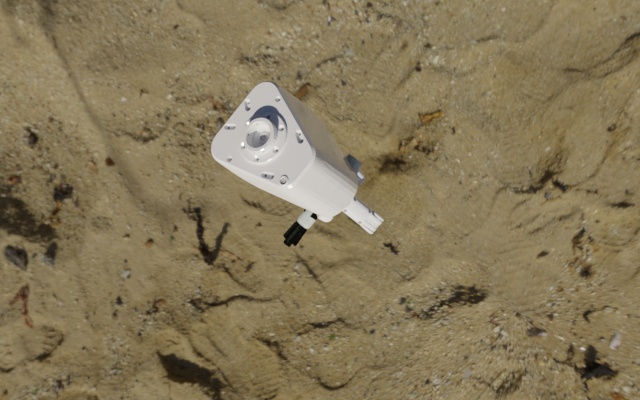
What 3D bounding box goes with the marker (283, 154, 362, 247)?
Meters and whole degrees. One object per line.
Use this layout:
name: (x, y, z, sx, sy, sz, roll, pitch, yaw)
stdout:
marker: (0.000, 0.002, 0.521, 0.020, 0.121, 0.020, 39, 5, -4)
